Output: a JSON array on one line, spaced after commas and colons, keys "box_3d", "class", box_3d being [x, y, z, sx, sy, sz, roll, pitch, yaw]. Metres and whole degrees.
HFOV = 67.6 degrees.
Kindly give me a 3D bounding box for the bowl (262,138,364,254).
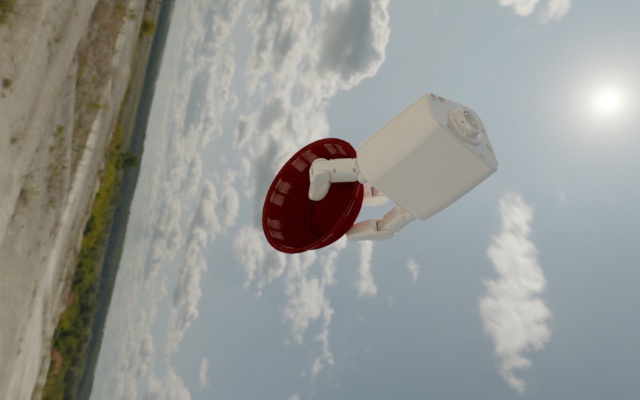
[{"box_3d": [-0.001, 0.002, 0.614, 0.162, 0.162, 0.055, 0, -26, 44], "class": "bowl"}]
